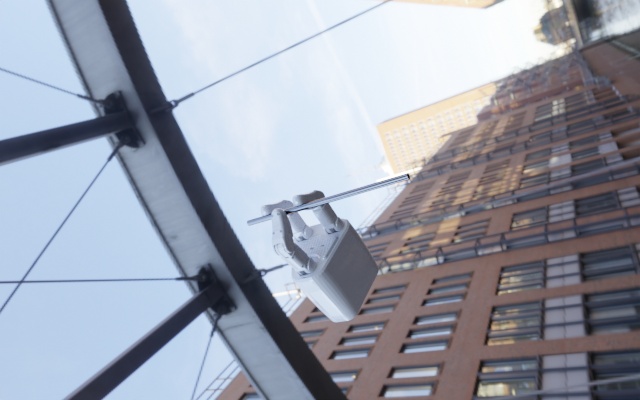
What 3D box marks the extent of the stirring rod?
[{"bbox_3d":[0.000,0.002,0.600,0.239,0.011,0.011,-16,-9,30],"label":"stirring rod"}]
